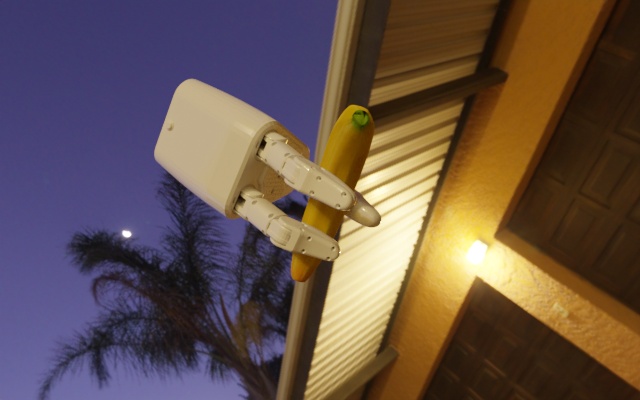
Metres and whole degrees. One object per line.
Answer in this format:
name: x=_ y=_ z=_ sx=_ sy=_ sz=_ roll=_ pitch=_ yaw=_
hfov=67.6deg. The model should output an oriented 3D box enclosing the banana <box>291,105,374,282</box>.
banana: x=0.009 y=-0.010 z=0.430 sx=0.037 sy=0.198 sz=0.069 roll=27 pitch=40 yaw=12
